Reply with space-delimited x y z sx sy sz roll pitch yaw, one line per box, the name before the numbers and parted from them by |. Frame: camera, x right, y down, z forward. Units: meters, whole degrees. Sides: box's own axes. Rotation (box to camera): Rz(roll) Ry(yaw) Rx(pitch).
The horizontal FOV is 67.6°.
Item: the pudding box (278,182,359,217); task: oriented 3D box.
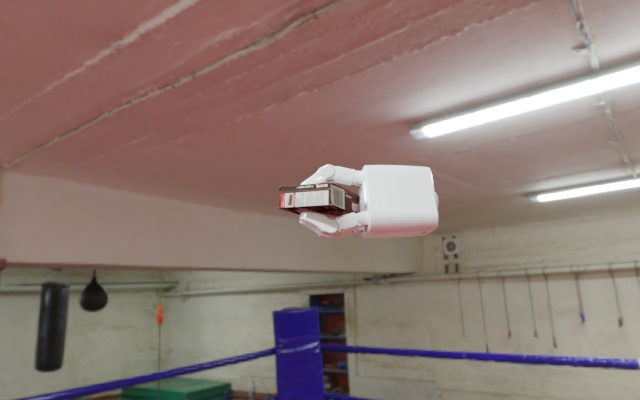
pudding box | 0.000 0.002 0.741 0.090 0.039 0.113 -5 -14 25
